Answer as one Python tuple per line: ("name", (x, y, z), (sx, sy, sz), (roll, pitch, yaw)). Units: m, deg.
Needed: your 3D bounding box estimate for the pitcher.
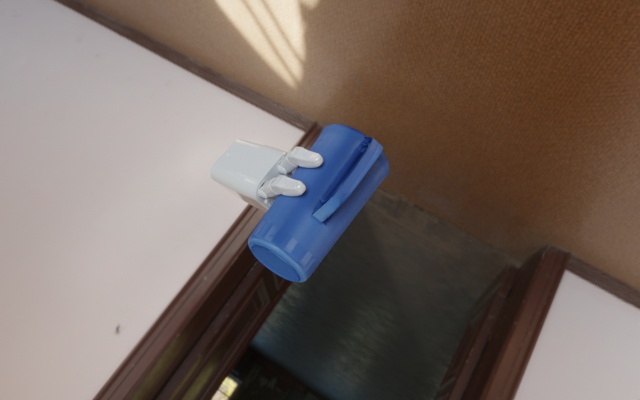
("pitcher", (0.000, 0.002, 0.750), (0.145, 0.242, 0.149), (22, -28, 28))
